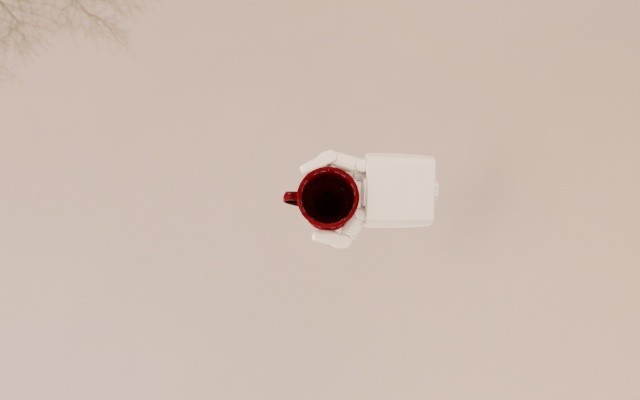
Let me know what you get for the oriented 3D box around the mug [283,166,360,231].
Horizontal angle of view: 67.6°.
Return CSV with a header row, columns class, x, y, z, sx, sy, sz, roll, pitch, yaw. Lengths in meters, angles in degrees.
class,x,y,z,sx,sy,sz,roll,pitch,yaw
mug,-0.001,0.002,0.745,0.117,0.093,0.081,2,-12,2
